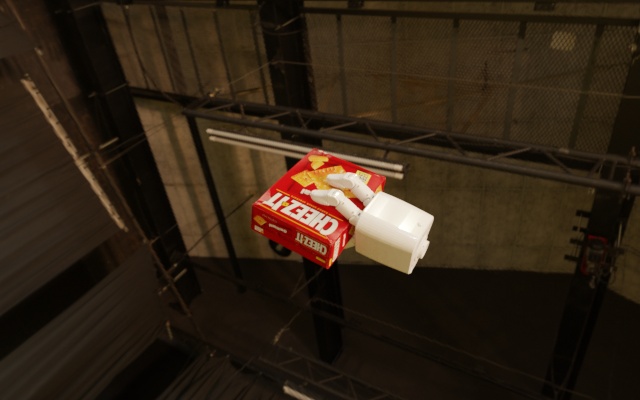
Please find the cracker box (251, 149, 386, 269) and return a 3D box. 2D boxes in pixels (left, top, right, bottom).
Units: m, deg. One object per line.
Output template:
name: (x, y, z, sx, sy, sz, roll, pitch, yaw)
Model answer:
cracker box: (0.000, 0.003, 0.881, 0.164, 0.072, 0.213, 25, 44, 19)
